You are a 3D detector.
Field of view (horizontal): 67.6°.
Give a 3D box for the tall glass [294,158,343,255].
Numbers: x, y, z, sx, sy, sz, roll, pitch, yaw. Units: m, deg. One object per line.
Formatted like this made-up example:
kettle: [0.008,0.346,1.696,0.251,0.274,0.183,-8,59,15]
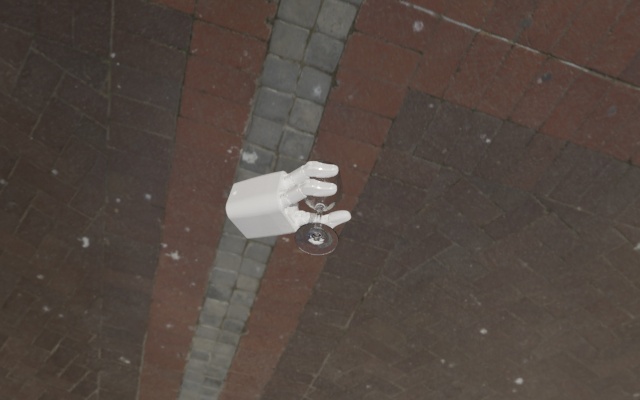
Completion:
tall glass: [0.000,0.003,0.875,0.079,0.079,0.200,0,39,6]
